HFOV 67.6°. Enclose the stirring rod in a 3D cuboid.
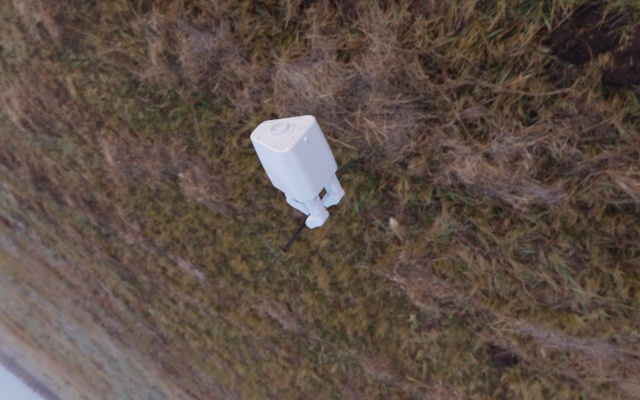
[{"bbox_3d":[0.000,0.003,0.878,0.011,0.011,0.239,0,44,46],"label":"stirring rod"}]
